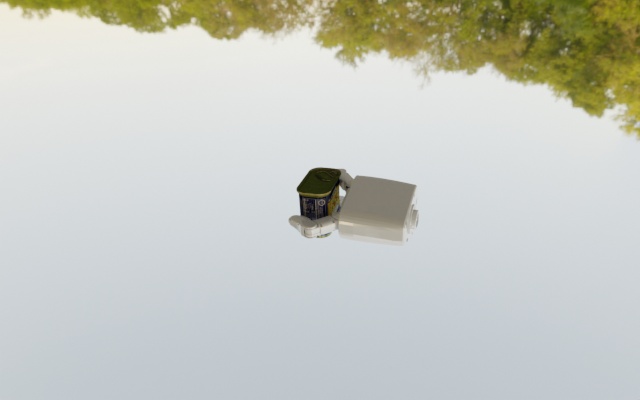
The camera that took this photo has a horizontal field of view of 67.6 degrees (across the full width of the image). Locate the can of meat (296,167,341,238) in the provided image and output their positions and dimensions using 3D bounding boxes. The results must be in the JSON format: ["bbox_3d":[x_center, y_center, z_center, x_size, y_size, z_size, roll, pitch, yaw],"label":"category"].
[{"bbox_3d":[0.000,0.003,0.804,0.057,0.084,0.102,5,29,15],"label":"can of meat"}]
